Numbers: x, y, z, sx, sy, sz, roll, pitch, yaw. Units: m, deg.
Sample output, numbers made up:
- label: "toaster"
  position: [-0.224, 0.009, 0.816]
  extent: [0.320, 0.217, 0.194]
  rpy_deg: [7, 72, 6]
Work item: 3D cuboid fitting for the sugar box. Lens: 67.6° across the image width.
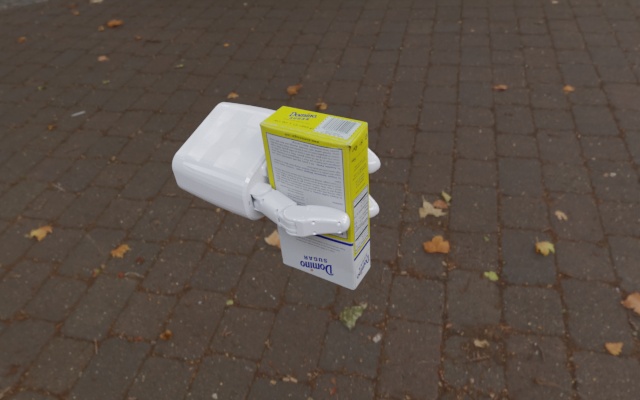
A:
- label: "sugar box"
  position: [0.000, 0.001, 0.472]
  extent: [0.093, 0.176, 0.048]
  rpy_deg: [17, 45, 26]
